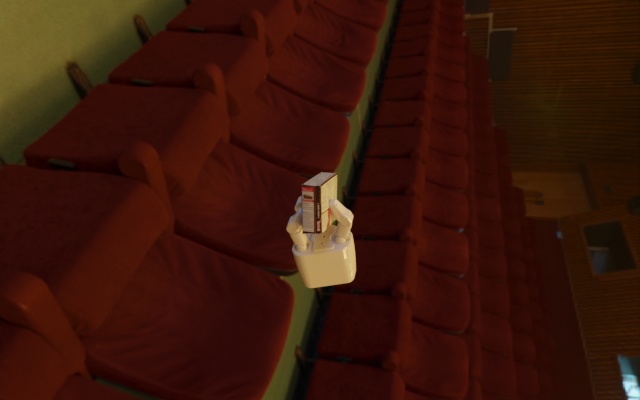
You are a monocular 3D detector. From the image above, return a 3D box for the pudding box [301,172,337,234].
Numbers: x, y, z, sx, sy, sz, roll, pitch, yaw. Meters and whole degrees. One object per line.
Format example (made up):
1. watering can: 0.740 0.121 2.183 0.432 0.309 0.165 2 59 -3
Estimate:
1. pudding box: 0.000 0.003 0.862 0.039 0.090 0.113 2 15 15
